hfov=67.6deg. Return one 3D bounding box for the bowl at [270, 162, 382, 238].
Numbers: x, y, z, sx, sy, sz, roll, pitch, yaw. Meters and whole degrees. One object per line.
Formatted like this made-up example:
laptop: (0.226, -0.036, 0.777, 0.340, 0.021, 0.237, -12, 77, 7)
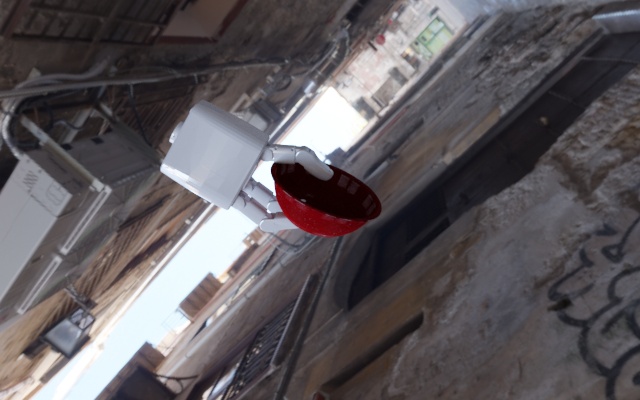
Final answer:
bowl: (0.001, 0.003, 0.658, 0.162, 0.055, 0.162, 18, 25, -9)
